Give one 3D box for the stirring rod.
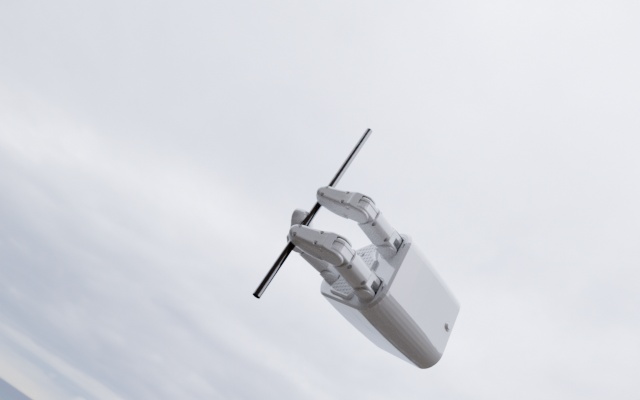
[{"bbox_3d":[0.000,0.002,0.485,0.011,0.011,0.239,0,43,40],"label":"stirring rod"}]
